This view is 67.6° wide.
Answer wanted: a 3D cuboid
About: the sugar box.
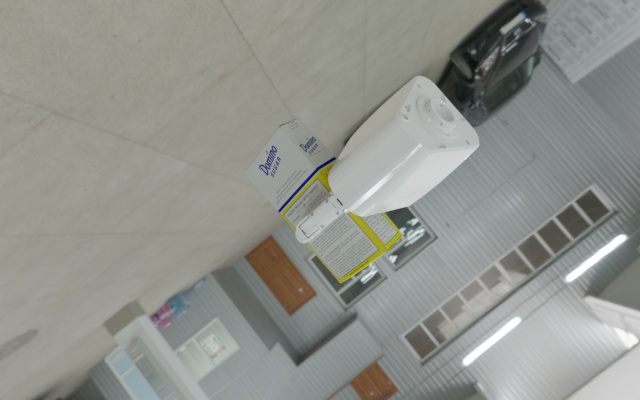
[{"bbox_3d":[0.001,0.002,0.544,0.048,0.176,0.093,-33,-8,-47],"label":"sugar box"}]
